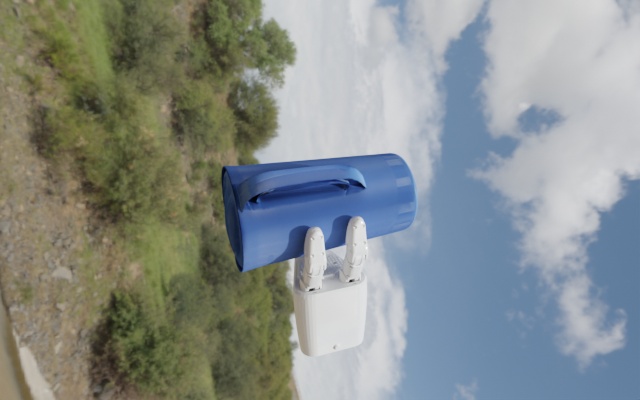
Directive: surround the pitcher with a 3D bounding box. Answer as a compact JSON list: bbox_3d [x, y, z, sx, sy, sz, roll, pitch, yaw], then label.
[{"bbox_3d":[0.000,0.002,0.613,0.243,0.145,0.149,-10,24,-17],"label":"pitcher"}]
